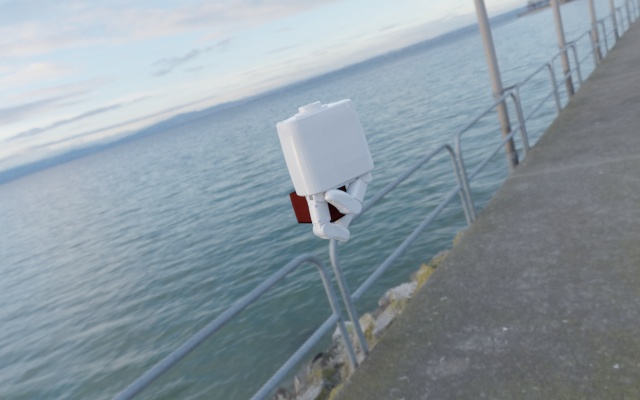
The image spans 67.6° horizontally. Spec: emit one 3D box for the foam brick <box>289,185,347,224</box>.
[{"bbox_3d":[0.000,0.003,0.726,0.053,0.051,0.078,-30,18,-37],"label":"foam brick"}]
